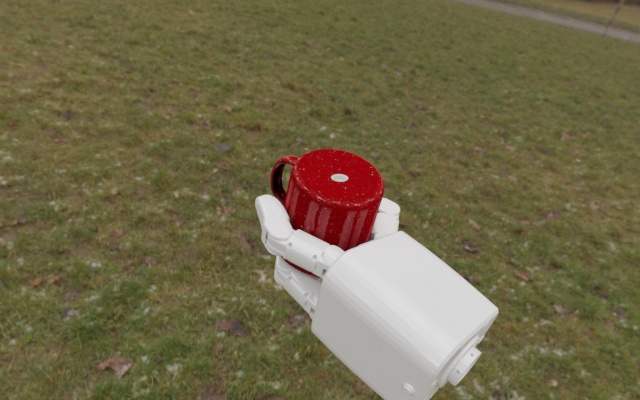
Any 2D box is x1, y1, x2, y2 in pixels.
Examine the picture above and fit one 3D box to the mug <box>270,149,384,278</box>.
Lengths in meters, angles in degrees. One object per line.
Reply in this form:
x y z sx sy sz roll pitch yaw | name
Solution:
-0.001 0.000 0.433 0.117 0.082 0.093 38 45 26 | mug
